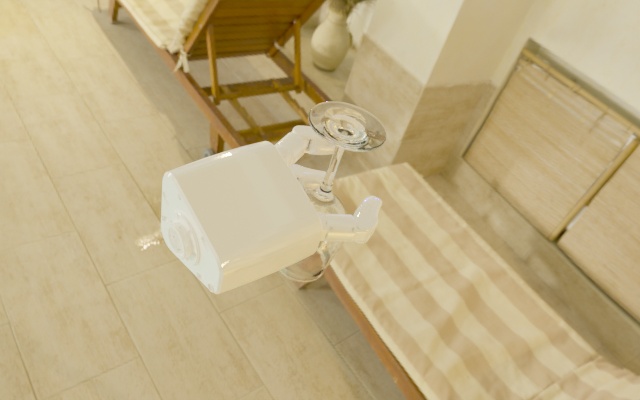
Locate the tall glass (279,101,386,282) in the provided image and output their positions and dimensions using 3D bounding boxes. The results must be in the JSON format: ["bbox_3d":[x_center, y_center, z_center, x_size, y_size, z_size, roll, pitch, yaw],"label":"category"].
[{"bbox_3d":[0.000,0.001,0.500,0.079,0.201,0.079,10,42,-10],"label":"tall glass"}]
